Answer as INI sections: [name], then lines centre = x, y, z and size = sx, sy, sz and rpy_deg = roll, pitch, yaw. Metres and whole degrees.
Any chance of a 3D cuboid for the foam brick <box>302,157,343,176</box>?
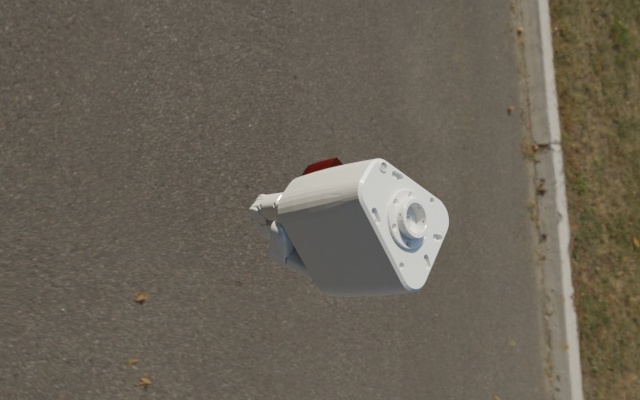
[foam brick]
centre = 0.000, 0.001, 0.506
size = 0.053, 0.078, 0.051
rpy_deg = 47, -34, -23
